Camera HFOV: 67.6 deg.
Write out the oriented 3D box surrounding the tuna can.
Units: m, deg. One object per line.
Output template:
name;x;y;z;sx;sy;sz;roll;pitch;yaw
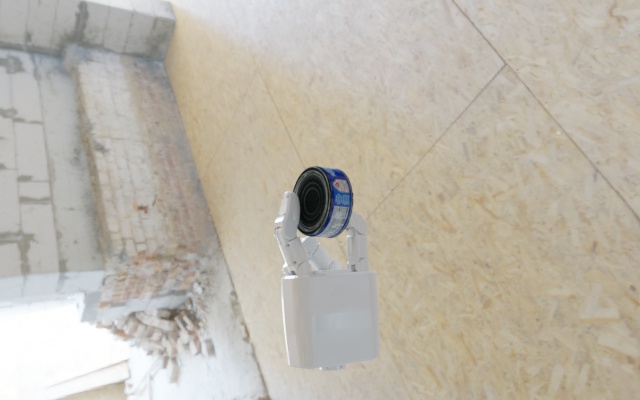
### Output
tuna can;0.000;0.002;0.573;0.034;0.086;0.086;6;-3;-35
